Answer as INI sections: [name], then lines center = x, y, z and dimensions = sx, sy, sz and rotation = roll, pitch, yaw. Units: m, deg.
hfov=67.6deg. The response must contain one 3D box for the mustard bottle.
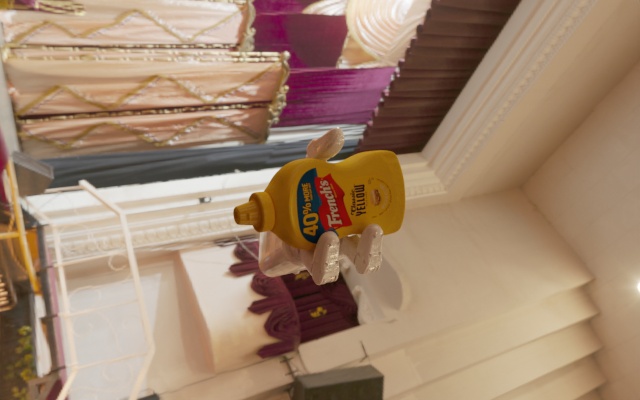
[mustard bottle]
center = 0.000, 0.002, 0.512
dimensions = 0.191, 0.096, 0.058
rotation = -9, 11, -28
